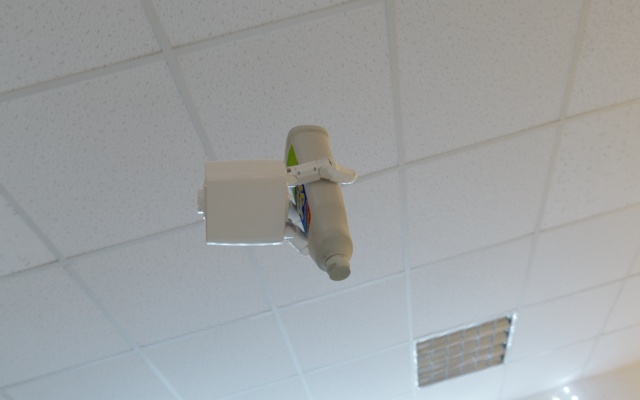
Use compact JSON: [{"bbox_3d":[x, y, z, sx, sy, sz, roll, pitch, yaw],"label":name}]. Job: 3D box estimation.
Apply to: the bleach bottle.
[{"bbox_3d":[0.000,0.002,0.676,0.068,0.103,0.250,-1,41,-15],"label":"bleach bottle"}]
